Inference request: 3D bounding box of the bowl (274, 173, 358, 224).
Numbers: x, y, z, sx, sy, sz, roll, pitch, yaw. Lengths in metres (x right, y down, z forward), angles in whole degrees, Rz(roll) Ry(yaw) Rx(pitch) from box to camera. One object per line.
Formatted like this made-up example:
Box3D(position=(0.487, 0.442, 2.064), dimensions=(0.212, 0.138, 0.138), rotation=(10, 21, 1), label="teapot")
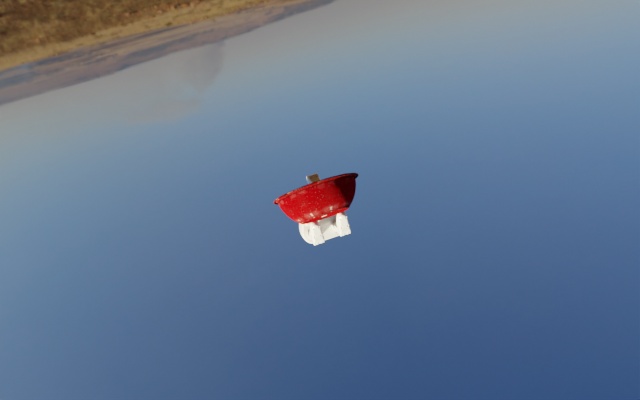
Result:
Box3D(position=(0.000, 0.003, 0.862), dimensions=(0.162, 0.055, 0.162), rotation=(-18, -7, -2), label="bowl")
